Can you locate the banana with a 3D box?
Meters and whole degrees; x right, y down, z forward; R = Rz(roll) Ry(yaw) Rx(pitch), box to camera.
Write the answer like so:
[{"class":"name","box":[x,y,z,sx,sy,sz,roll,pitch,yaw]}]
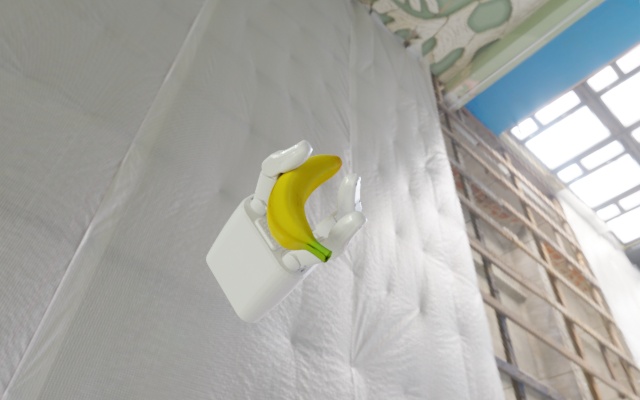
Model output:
[{"class":"banana","box":[-0.017,-0.004,0.501,0.069,0.037,0.197,23,32,-8]}]
